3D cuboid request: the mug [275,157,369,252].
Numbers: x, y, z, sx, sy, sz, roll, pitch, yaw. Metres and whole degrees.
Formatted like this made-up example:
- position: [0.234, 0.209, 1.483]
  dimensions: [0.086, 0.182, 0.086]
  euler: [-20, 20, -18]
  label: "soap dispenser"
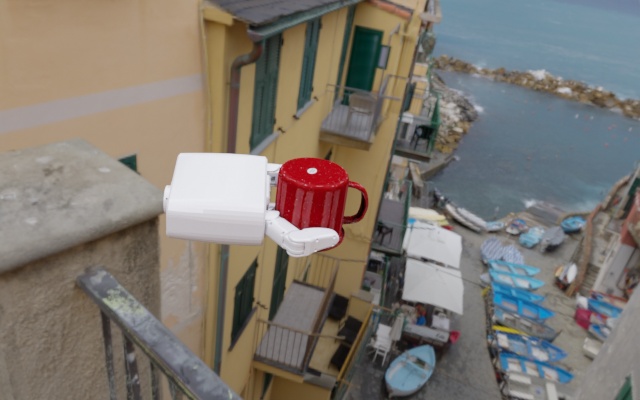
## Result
- position: [0.002, 0.002, 0.562]
  dimensions: [0.117, 0.081, 0.093]
  euler: [3, 29, -10]
  label: "mug"
